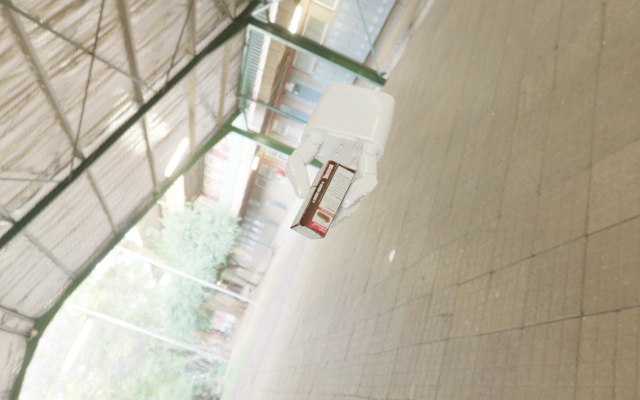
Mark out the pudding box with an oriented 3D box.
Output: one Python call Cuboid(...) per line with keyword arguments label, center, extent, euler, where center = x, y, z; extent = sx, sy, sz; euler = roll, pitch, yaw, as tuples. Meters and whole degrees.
Cuboid(label="pudding box", center=(0.000, 0.002, 0.603), extent=(0.039, 0.090, 0.113), euler=(26, -9, -4))
